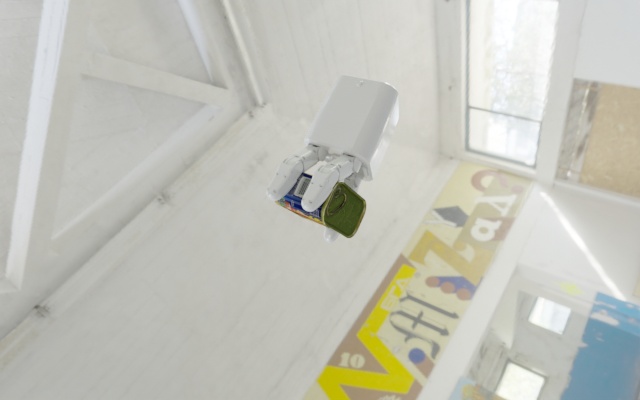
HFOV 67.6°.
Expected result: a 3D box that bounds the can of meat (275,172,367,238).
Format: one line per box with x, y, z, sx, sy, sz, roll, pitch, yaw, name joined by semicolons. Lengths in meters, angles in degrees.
0.000;0.002;0.628;0.084;0.057;0.102;20;-7;32;can of meat
